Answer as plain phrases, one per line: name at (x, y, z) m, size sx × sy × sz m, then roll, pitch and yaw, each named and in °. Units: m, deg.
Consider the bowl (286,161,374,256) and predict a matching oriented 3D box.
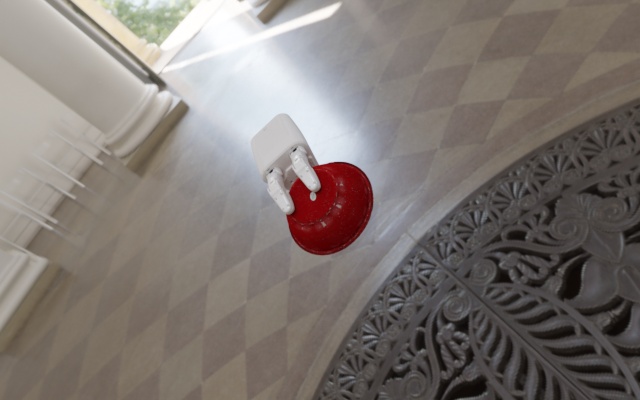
bowl at (0.001, 0.003, 0.754) m, size 0.162 × 0.162 × 0.055 m, roll 0°, pitch -19°, yaw 34°
